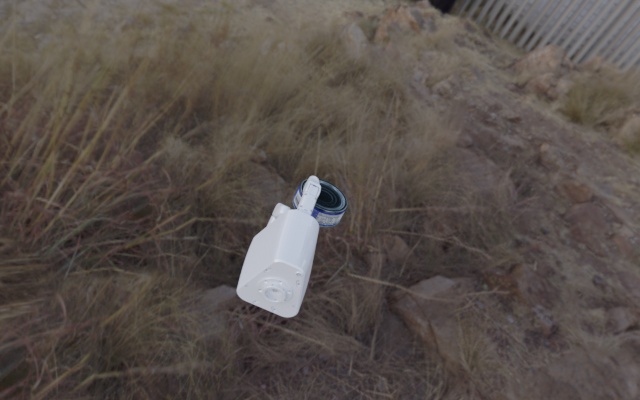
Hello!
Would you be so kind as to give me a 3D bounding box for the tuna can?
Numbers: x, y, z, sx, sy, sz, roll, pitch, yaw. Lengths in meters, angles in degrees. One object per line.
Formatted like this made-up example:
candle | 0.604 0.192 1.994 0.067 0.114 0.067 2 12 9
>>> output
tuna can | 0.000 0.002 0.778 0.086 0.034 0.086 19 35 -13
